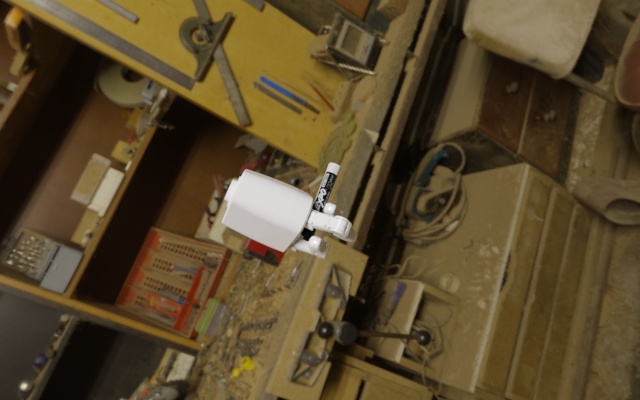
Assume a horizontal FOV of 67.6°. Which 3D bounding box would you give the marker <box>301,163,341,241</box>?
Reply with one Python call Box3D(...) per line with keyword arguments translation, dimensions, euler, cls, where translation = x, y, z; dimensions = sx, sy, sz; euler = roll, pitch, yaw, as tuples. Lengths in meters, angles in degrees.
Box3D(translation=(0.000, 0.002, 0.692), dimensions=(0.020, 0.121, 0.020), euler=(20, -15, 5), cls="marker")
